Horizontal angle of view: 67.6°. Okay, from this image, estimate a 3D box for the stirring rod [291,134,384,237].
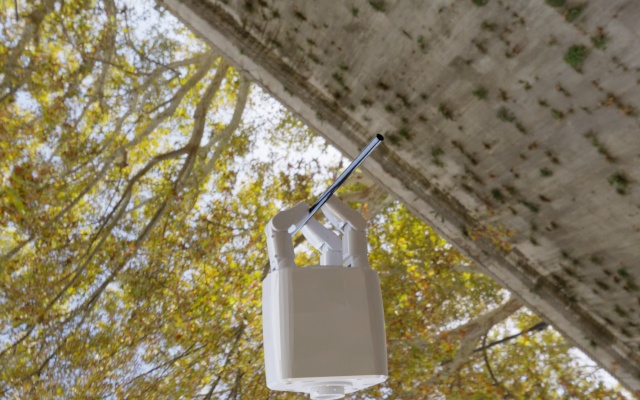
[{"bbox_3d":[0.000,0.002,0.512,0.011,0.011,0.240,0,-28,-30],"label":"stirring rod"}]
